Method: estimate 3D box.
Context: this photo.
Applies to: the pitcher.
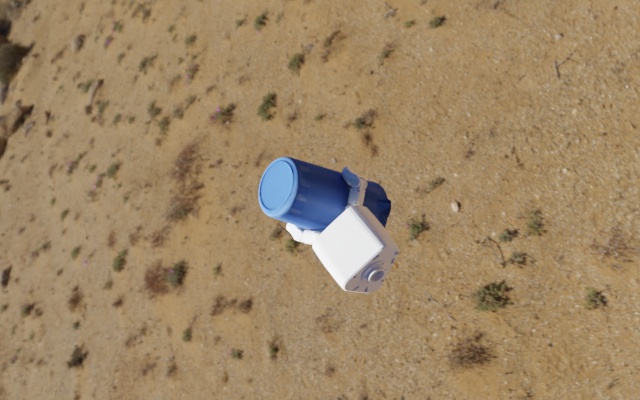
[{"bbox_3d":[0.000,0.003,0.898,0.243,0.149,0.145,17,26,-43],"label":"pitcher"}]
